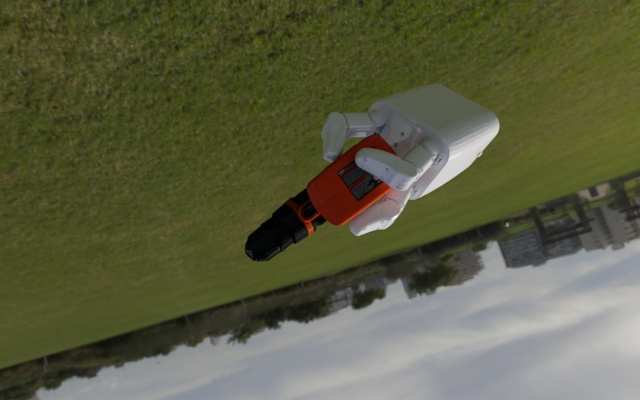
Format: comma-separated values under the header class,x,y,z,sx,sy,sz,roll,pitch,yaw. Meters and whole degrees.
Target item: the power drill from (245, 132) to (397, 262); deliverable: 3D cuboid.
class,x,y,z,sx,sy,sz,roll,pitch,yaw
power drill,0.000,0.002,0.543,0.184,0.057,0.188,-39,4,-19
